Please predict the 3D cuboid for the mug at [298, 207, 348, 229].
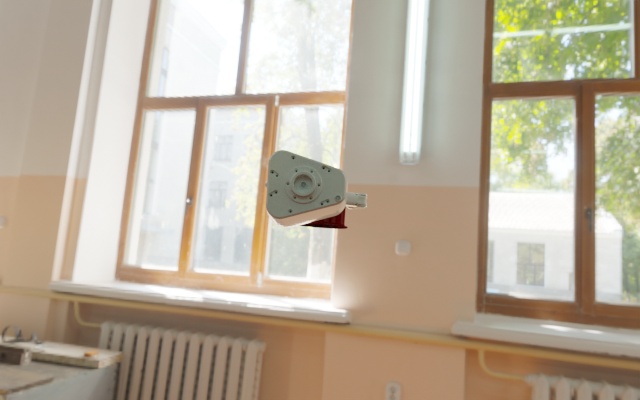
[{"bbox_3d":[0.000,0.003,0.785,0.093,0.081,0.117,5,-7,-1],"label":"mug"}]
